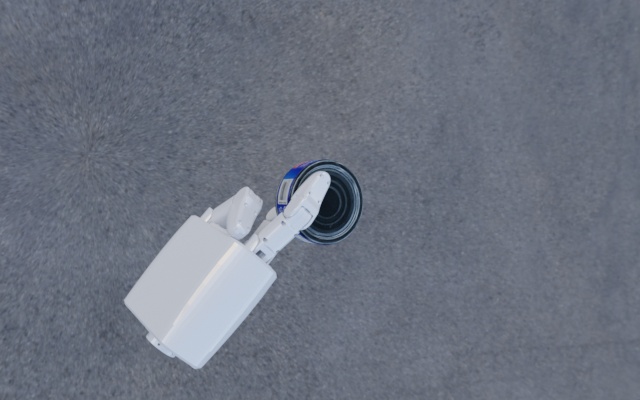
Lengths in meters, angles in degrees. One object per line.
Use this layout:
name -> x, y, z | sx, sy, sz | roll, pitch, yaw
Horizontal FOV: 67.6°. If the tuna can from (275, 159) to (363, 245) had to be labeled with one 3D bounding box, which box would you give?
tuna can -> 0.000, 0.002, 0.479 | 0.086, 0.086, 0.034 | 0, 1, -29
